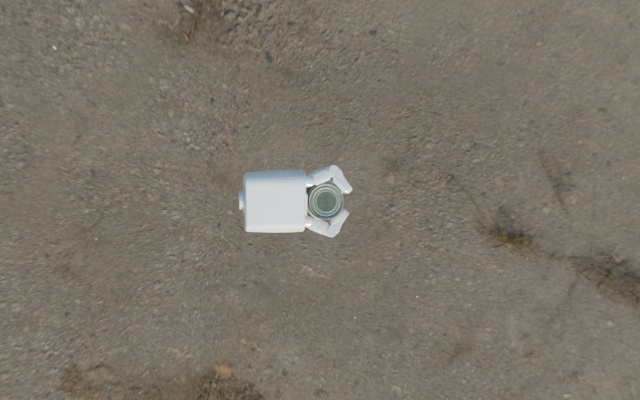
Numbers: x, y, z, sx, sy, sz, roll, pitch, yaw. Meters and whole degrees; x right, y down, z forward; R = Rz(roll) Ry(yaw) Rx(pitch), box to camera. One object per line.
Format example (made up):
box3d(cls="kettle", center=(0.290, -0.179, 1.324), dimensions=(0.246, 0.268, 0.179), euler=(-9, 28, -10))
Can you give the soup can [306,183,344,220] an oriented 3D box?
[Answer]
box3d(cls="soup can", center=(0.001, 0.003, 0.895), dimensions=(0.068, 0.068, 0.102), euler=(0, -2, -12))
